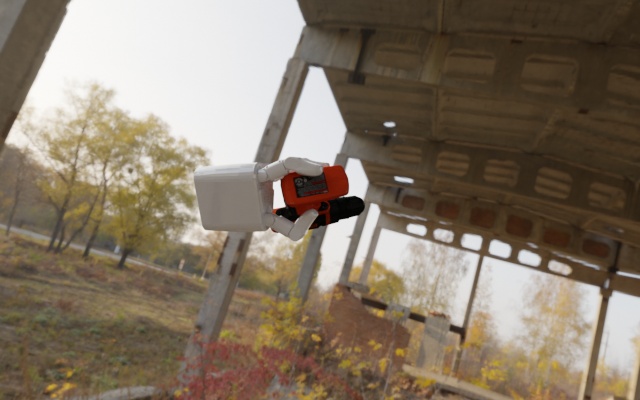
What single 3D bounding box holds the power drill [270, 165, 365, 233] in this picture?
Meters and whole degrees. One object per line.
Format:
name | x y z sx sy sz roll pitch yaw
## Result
power drill | 0.000 0.003 0.826 0.184 0.057 0.188 -12 -19 -9
